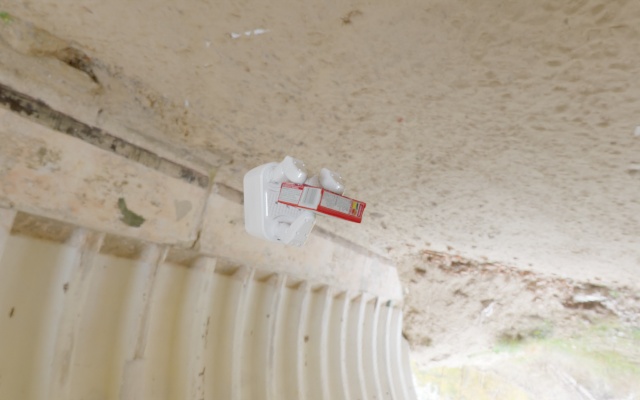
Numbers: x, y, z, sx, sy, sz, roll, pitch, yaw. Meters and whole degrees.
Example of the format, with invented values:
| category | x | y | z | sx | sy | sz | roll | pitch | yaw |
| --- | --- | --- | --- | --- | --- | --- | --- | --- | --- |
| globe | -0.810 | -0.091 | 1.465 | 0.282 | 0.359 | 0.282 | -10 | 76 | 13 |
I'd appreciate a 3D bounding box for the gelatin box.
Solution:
| category | x | y | z | sx | sy | sz | roll | pitch | yaw |
| --- | --- | --- | --- | --- | --- | --- | --- | --- | --- |
| gelatin box | 0.000 | 0.002 | 0.596 | 0.073 | 0.030 | 0.089 | 18 | -5 | -37 |
